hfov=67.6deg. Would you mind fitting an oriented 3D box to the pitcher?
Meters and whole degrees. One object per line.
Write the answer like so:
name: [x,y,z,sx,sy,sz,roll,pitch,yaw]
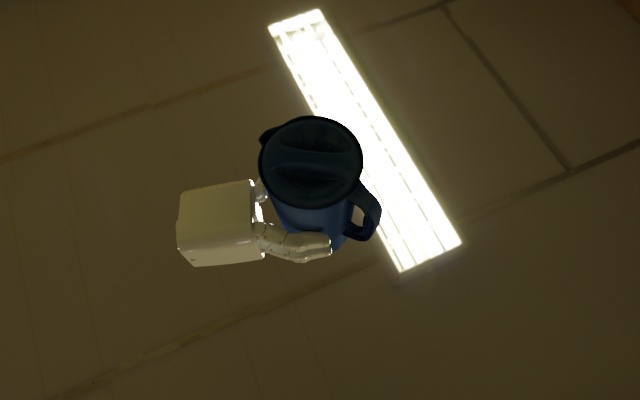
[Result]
pitcher: [0.000,0.002,0.693,0.145,0.149,0.243,-10,-24,-2]
